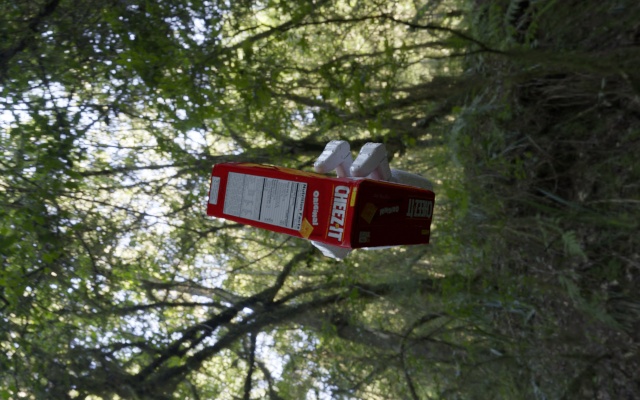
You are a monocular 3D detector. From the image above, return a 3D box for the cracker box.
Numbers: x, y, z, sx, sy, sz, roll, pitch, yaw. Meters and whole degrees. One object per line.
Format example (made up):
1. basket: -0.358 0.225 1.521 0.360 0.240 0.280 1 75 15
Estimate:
1. cracker box: 0.000 0.002 0.559 0.213 0.072 0.164 9 4 38
